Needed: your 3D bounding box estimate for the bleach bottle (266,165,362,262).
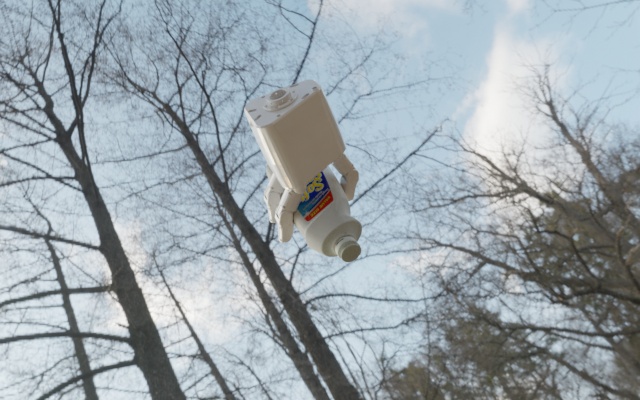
[{"bbox_3d":[0.000,0.002,0.715,0.102,0.068,0.250,-30,38,-6],"label":"bleach bottle"}]
